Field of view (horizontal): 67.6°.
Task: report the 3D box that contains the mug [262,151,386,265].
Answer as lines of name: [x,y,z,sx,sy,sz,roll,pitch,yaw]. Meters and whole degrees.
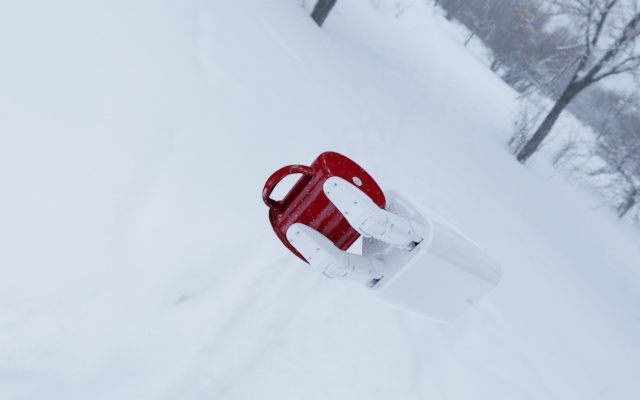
mug: [-0.001,0.001,0.461,0.117,0.081,0.093,27,28,-28]
